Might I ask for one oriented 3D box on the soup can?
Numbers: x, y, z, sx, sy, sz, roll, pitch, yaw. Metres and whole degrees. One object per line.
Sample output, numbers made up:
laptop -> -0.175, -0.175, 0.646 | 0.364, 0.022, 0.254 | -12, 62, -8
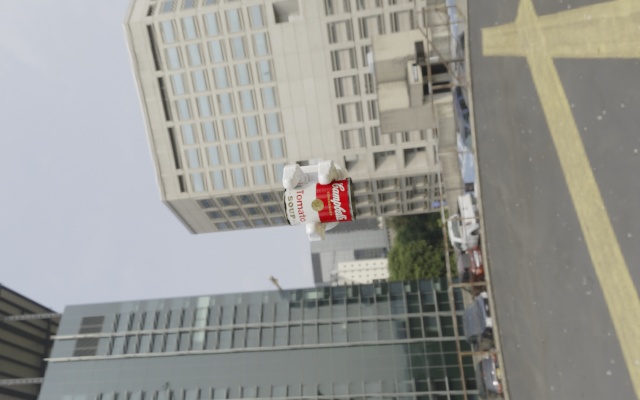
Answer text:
soup can -> 0.000, 0.003, 0.738 | 0.102, 0.068, 0.068 | -6, -1, 9
